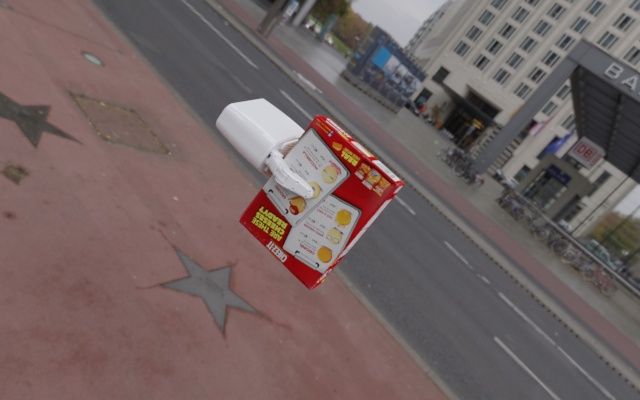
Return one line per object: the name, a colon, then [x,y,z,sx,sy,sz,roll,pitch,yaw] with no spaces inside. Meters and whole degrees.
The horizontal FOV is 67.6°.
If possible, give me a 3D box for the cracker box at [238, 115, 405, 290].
cracker box: [0.000,0.002,0.742,0.164,0.214,0.072,42,17,14]
